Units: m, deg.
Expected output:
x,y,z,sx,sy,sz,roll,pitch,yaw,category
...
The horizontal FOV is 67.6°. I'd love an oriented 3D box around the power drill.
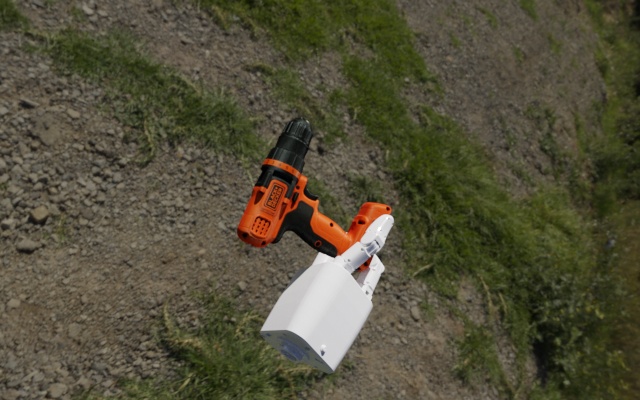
x,y,z,sx,sy,sz,roll,pitch,yaw,category
0.000,0.003,0.652,0.188,0.184,0.057,27,-11,-16,power drill
